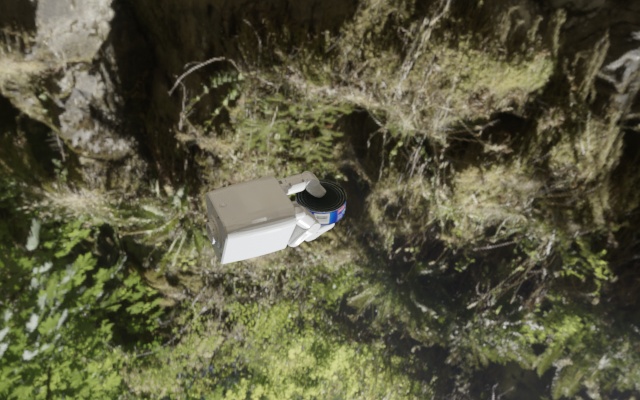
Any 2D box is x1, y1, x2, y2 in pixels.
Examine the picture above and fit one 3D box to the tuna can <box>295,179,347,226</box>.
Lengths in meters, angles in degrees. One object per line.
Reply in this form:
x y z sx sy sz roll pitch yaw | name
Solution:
0.000 0.003 0.800 0.086 0.034 0.086 3 41 -2 | tuna can
